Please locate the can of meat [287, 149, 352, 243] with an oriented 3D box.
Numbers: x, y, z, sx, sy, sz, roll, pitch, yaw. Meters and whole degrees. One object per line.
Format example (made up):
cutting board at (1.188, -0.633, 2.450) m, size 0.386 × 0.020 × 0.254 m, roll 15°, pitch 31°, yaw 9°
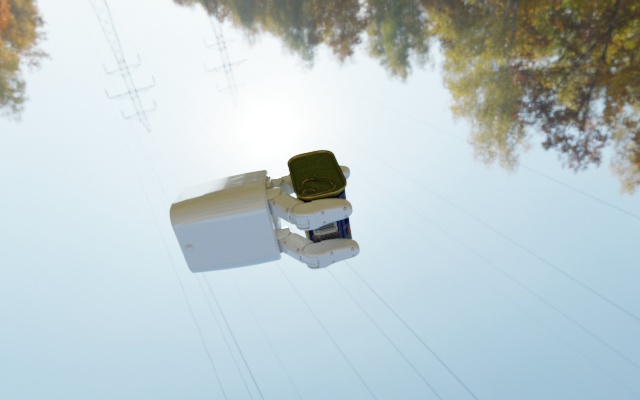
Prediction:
can of meat at (0.000, 0.002, 0.554) m, size 0.057 × 0.084 × 0.102 m, roll -13°, pitch 33°, yaw -5°
